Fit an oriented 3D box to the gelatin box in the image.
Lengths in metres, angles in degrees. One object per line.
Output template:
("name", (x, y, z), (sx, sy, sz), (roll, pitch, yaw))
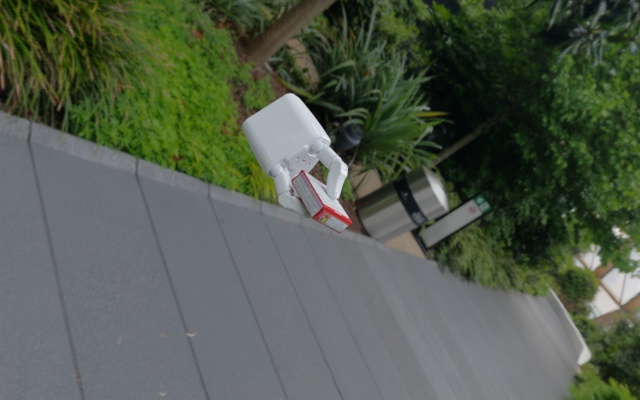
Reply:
("gelatin box", (0.001, 0.002, 0.733), (0.073, 0.030, 0.089), (32, 20, -48))
